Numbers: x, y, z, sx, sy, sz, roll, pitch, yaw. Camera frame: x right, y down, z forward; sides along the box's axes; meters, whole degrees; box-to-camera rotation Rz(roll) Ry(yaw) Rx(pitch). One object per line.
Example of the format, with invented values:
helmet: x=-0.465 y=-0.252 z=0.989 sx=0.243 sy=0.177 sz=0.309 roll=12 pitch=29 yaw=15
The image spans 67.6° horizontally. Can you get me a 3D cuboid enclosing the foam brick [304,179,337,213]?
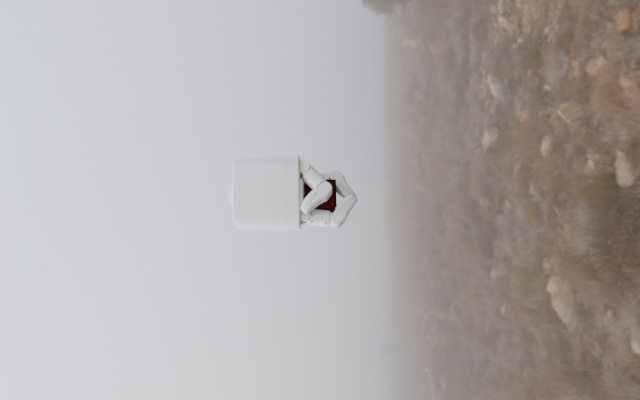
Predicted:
foam brick: x=0.000 y=0.003 z=0.792 sx=0.051 sy=0.053 sz=0.078 roll=-1 pitch=-21 yaw=1
